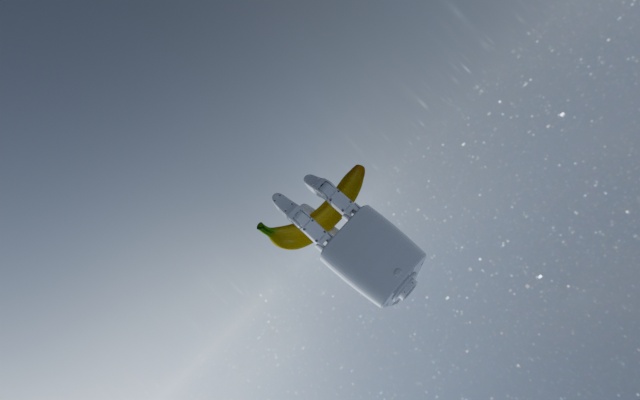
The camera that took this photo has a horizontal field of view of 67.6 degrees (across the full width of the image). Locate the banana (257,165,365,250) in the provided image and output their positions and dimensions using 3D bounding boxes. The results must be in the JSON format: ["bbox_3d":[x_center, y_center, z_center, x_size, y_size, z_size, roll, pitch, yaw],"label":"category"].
[{"bbox_3d":[0.000,0.019,0.698,0.197,0.070,0.037,-33,44,-29],"label":"banana"}]
